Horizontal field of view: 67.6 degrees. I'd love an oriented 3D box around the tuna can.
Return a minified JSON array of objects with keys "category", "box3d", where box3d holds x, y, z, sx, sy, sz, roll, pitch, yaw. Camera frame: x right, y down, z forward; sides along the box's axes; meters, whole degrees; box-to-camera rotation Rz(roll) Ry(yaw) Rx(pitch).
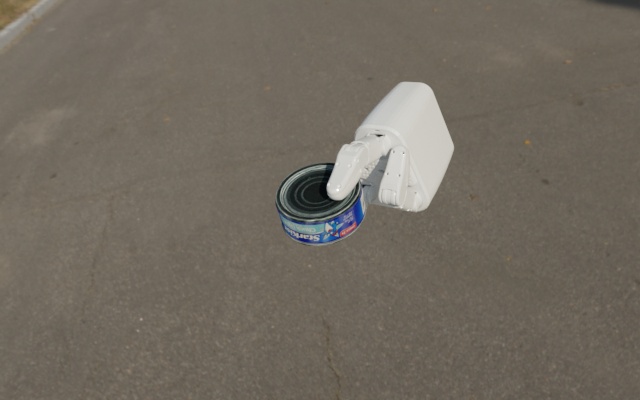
[{"category":"tuna can","box3d":[0.000,0.001,0.464,0.086,0.034,0.086,-8,42,7]}]
